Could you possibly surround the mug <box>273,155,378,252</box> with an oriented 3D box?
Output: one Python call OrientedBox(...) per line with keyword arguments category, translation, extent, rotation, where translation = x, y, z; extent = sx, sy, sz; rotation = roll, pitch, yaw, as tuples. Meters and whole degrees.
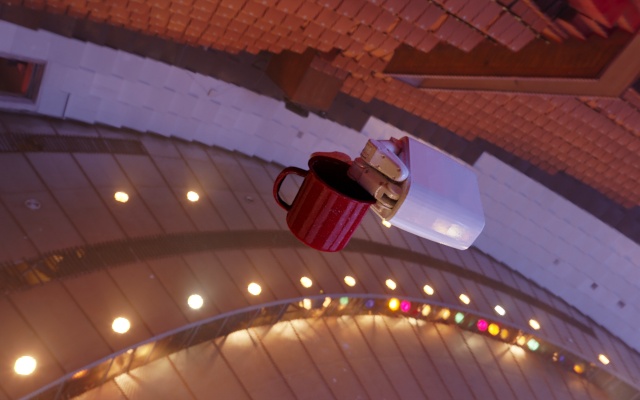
OrientedBox(category="mug", translation=(-0.001, 0.001, 0.558), extent=(0.117, 0.081, 0.093), rotation=(22, 27, -13))
